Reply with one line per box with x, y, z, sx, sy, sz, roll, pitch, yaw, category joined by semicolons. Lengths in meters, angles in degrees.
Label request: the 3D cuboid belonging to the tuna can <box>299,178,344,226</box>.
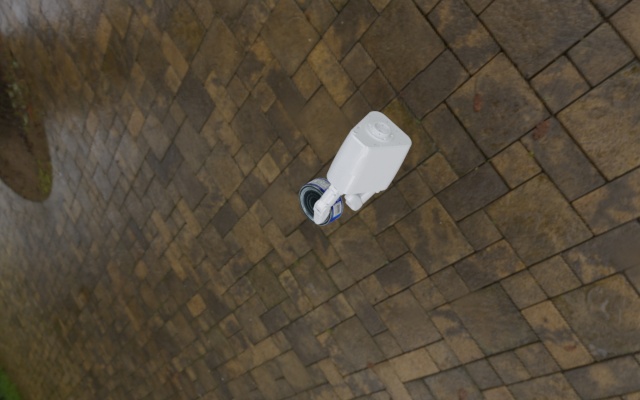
0.000;0.003;0.892;0.086;0.086;0.033;0;23;47;tuna can
